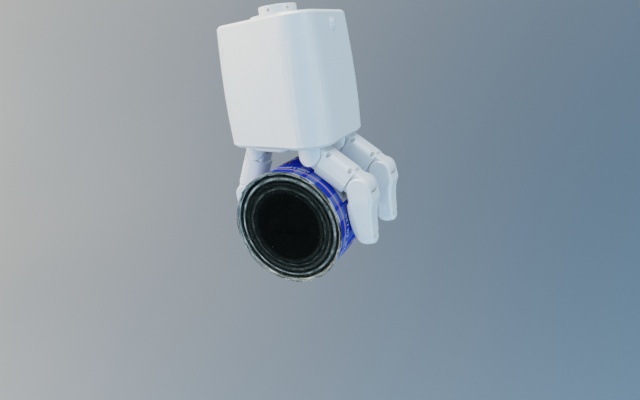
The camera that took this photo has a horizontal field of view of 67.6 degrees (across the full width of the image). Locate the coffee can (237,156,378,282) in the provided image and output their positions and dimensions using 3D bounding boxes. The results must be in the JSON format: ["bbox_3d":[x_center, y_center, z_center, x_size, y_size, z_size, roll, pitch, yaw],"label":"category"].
[{"bbox_3d":[0.000,0.002,0.468,0.103,0.103,0.140,0,19,26],"label":"coffee can"}]
